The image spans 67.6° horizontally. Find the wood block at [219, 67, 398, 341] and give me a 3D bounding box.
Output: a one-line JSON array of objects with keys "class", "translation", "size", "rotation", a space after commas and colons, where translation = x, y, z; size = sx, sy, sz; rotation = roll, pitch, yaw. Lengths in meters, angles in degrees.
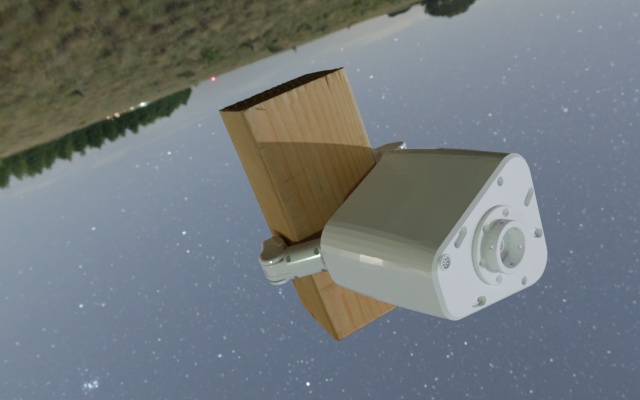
[{"class": "wood block", "translation": [0.000, 0.002, 0.417], "size": [0.091, 0.206, 0.090], "rotation": [-26, 19, -16]}]
